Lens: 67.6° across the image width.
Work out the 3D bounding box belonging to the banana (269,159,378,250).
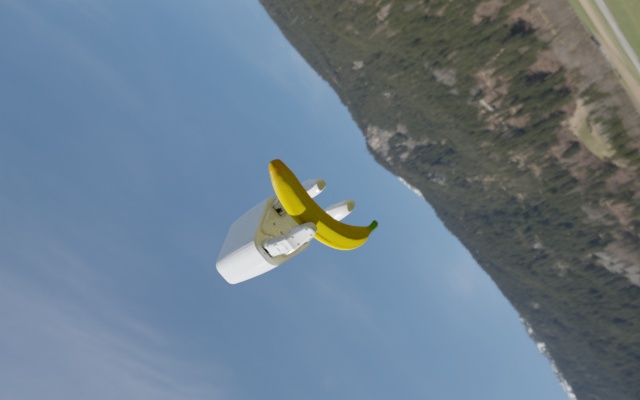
[{"bbox_3d":[0.000,0.019,0.657,0.198,0.069,0.037,33,-39,-30],"label":"banana"}]
